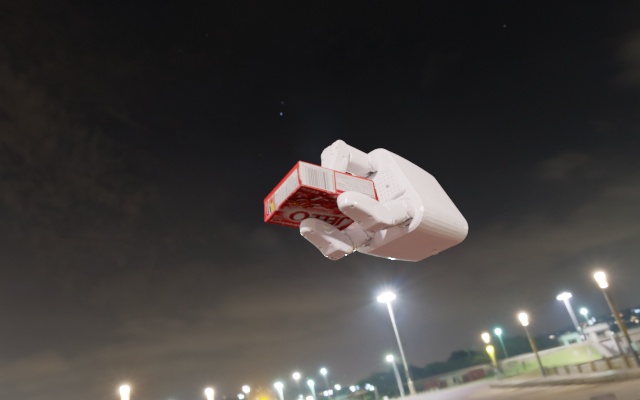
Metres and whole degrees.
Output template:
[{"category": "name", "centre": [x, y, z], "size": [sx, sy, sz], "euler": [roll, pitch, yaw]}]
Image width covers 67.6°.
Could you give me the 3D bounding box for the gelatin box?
[{"category": "gelatin box", "centre": [0.000, 0.001, 0.467], "size": [0.089, 0.030, 0.073], "euler": [13, -35, -30]}]
